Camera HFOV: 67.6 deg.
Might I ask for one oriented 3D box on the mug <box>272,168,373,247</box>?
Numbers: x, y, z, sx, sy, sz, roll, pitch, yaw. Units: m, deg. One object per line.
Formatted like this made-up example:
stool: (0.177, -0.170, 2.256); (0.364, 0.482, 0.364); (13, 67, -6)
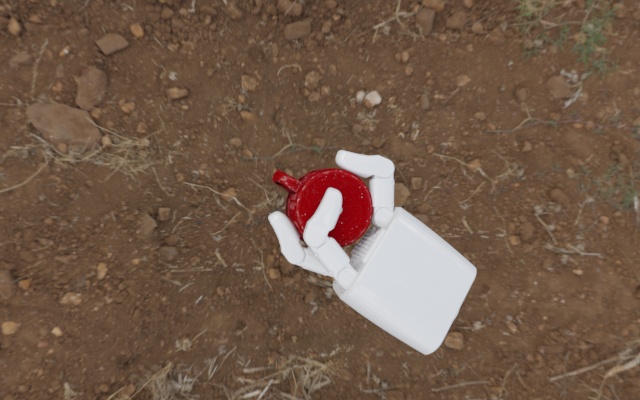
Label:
mug: (-0.001, 0.001, 0.516); (0.117, 0.093, 0.081); (35, -5, -5)
